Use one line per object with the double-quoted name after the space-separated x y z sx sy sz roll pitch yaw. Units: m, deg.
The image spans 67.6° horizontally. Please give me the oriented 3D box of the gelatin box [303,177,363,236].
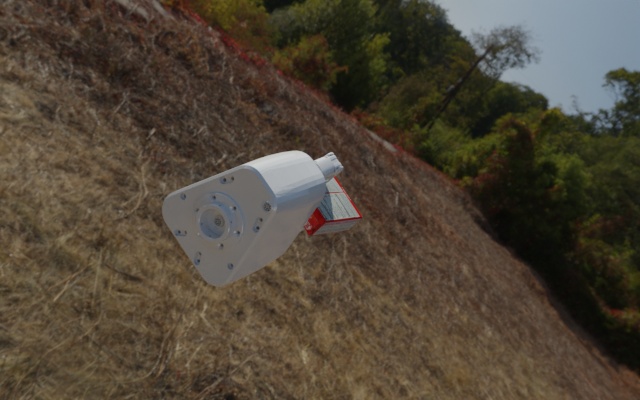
0.001 0.002 0.555 0.030 0.073 0.089 -43 -20 27 "gelatin box"
